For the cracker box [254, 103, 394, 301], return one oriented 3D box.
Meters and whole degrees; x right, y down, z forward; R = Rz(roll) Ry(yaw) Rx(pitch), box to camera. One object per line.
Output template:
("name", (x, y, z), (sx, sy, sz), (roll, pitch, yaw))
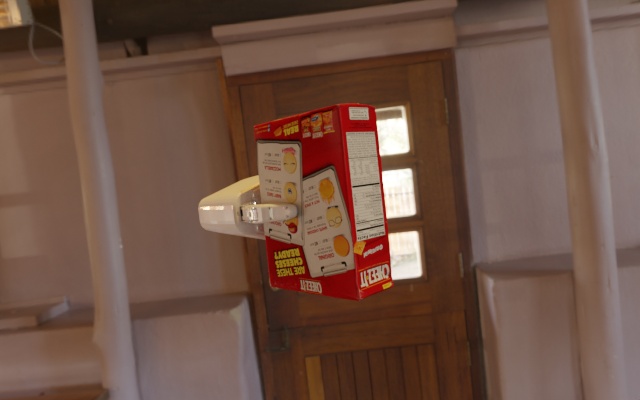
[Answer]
("cracker box", (0.000, 0.002, 0.584), (0.072, 0.214, 0.164), (-9, 4, -42))
